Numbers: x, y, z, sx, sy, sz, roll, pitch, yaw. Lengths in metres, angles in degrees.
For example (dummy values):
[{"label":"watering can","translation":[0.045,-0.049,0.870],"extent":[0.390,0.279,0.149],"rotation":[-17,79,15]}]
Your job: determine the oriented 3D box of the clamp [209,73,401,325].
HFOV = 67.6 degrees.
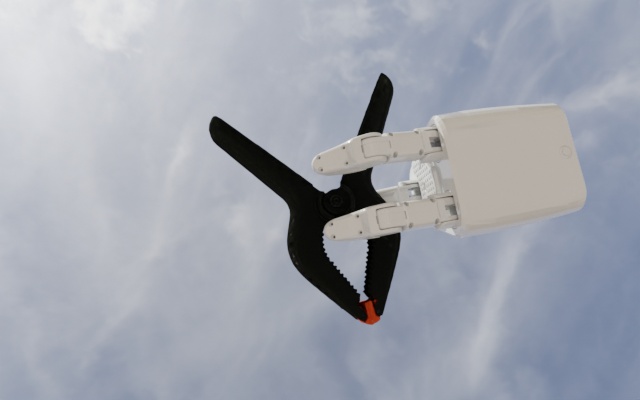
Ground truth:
[{"label":"clamp","translation":[0.000,0.002,0.401],"extent":[0.164,0.210,0.036],"rotation":[-10,-10,-5]}]
